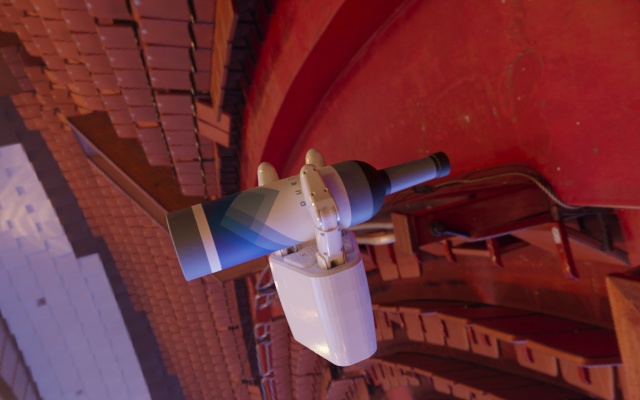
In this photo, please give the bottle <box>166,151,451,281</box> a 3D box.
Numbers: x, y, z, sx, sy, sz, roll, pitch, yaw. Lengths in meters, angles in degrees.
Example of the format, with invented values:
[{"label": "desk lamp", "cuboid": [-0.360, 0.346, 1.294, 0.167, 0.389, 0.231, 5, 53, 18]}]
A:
[{"label": "bottle", "cuboid": [0.000, 0.002, 0.487, 0.295, 0.069, 0.069, -17, 5, -15]}]
